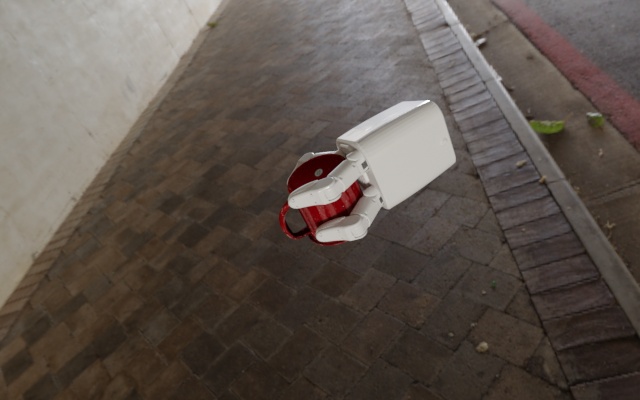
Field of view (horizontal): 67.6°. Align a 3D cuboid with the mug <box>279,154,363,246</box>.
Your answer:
[{"bbox_3d":[-0.001,0.003,0.596,0.117,0.081,0.093,-32,33,-7],"label":"mug"}]
